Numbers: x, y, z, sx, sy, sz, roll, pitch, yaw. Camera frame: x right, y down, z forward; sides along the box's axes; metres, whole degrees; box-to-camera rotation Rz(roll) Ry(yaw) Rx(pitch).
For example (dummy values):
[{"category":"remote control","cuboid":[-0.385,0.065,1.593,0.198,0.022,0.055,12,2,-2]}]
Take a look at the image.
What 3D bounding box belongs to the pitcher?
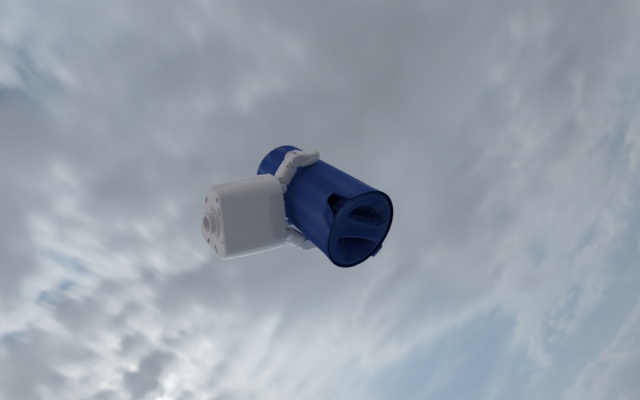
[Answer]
[{"category":"pitcher","cuboid":[0.000,0.003,0.810,0.145,0.149,0.242,-13,33,-35]}]
